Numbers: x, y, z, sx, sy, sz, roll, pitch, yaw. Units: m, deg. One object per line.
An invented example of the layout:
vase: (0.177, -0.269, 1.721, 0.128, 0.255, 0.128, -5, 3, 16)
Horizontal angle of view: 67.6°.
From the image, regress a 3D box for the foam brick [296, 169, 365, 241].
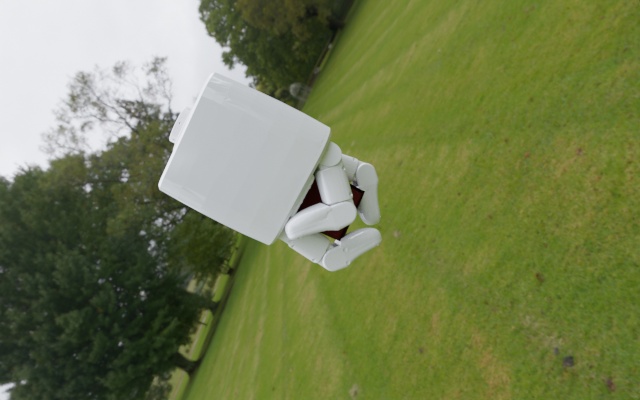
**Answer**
foam brick: (0.000, 0.002, 0.457, 0.051, 0.053, 0.078, 26, -3, -12)
